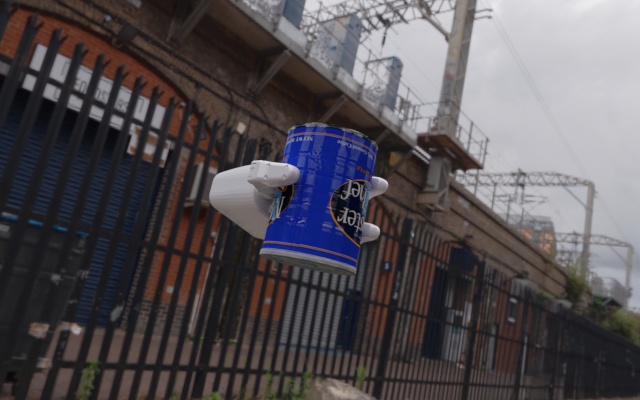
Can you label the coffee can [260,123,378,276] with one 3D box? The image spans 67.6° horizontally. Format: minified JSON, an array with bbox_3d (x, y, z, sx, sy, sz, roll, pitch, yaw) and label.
[{"bbox_3d":[0.000,0.002,0.515,0.103,0.140,0.103,11,-12,2],"label":"coffee can"}]
